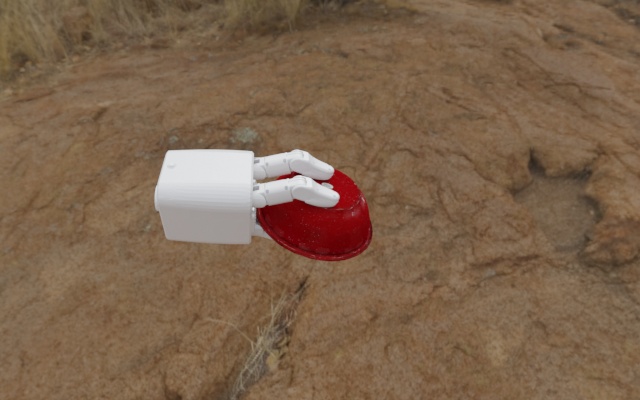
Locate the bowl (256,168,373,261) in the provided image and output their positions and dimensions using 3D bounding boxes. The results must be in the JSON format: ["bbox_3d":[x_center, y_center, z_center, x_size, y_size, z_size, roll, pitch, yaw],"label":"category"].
[{"bbox_3d":[0.001,0.002,0.619,0.162,0.055,0.162,13,37,-10],"label":"bowl"}]
